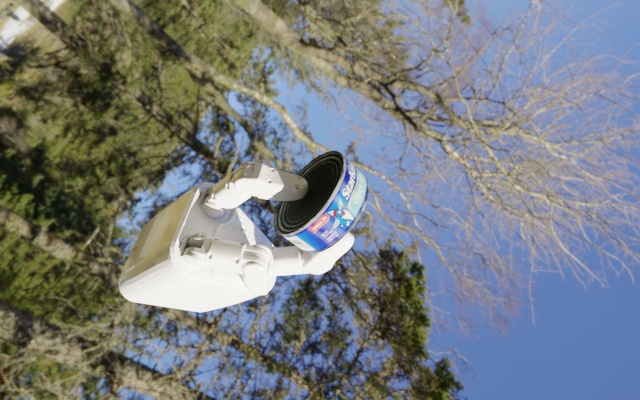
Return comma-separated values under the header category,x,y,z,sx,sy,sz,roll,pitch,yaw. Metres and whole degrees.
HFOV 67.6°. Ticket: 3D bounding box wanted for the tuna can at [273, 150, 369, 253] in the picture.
category,x,y,z,sx,sy,sz,roll,pitch,yaw
tuna can,0.001,0.002,0.408,0.034,0.086,0.086,38,-19,-26
